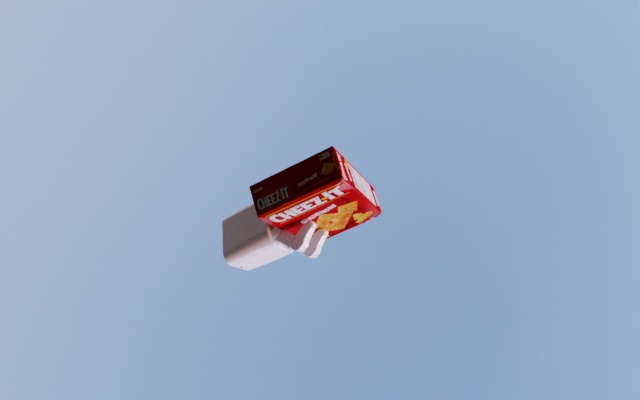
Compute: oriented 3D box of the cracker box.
[{"bbox_3d":[0.000,0.003,0.864,0.164,0.072,0.214,-25,-25,16],"label":"cracker box"}]
